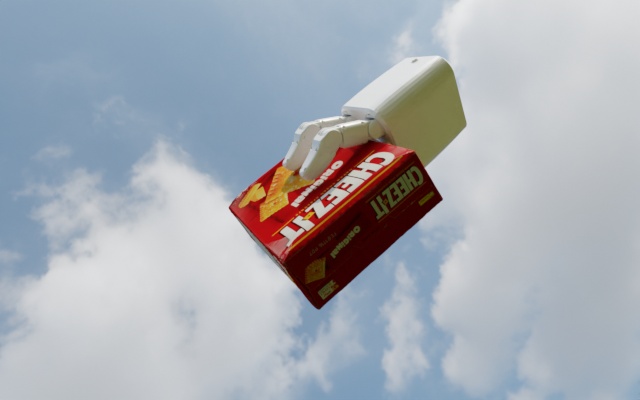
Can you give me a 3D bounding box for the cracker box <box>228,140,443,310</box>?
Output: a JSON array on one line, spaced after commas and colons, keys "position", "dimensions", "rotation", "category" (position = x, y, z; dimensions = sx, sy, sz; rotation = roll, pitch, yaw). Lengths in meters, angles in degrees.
[{"position": [0.000, 0.002, 0.528], "dimensions": [0.164, 0.072, 0.213], "rotation": [-40, 25, -10], "category": "cracker box"}]
